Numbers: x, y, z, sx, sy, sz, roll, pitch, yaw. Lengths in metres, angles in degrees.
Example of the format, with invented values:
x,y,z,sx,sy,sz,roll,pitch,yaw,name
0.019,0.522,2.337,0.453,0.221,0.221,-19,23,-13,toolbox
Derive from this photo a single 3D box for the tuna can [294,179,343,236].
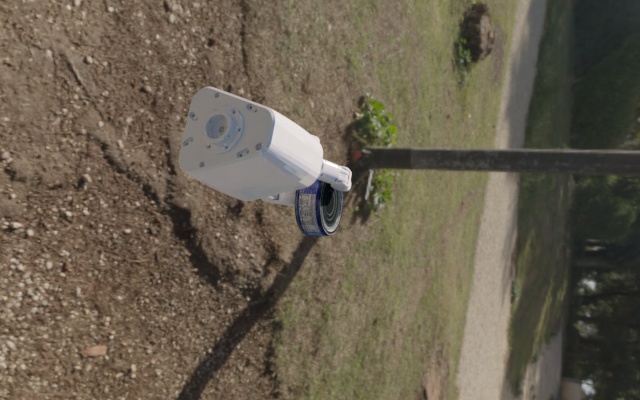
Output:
x,y,z,sx,sy,sz,roll,pitch,yaw,name
0.001,0.002,0.606,0.034,0.086,0.086,3,1,22,tuna can
